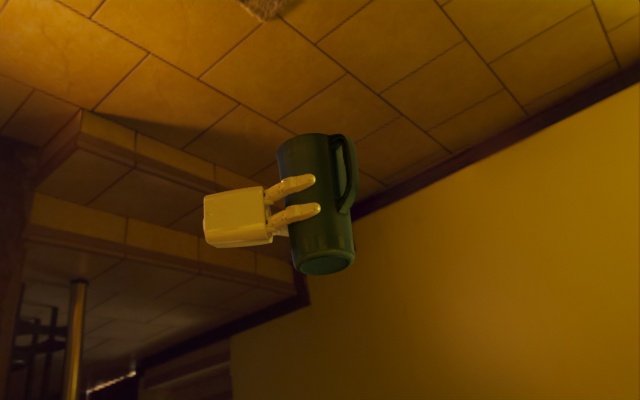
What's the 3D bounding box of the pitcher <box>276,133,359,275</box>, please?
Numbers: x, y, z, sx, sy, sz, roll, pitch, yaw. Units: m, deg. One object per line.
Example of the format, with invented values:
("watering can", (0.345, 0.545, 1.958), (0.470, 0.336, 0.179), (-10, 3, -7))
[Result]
("pitcher", (0.000, 0.003, 0.871), (0.145, 0.242, 0.149), (-7, -28, -2))
